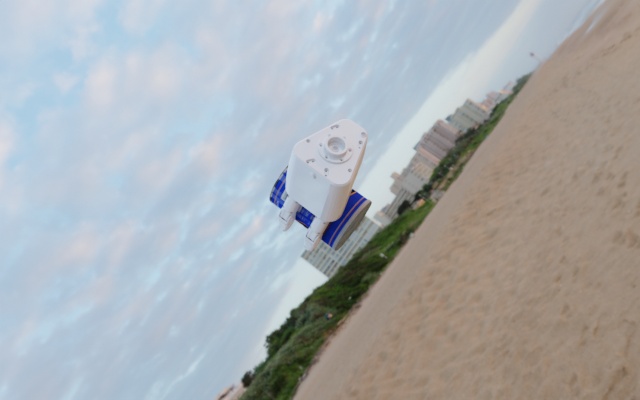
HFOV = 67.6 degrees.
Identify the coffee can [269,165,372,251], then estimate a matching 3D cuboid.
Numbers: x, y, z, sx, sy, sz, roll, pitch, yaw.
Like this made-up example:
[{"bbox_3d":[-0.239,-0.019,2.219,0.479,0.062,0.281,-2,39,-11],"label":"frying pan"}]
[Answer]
[{"bbox_3d":[0.000,0.003,0.803,0.140,0.103,0.103,36,8,11],"label":"coffee can"}]
